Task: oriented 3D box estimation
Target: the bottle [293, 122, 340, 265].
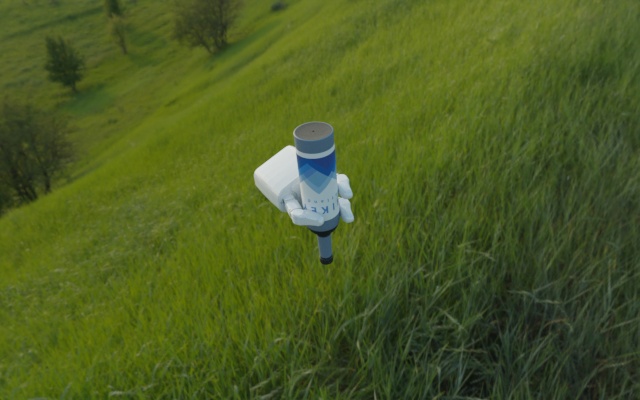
[{"bbox_3d":[0.000,0.003,0.875,0.069,0.296,0.069,-4,37,3],"label":"bottle"}]
